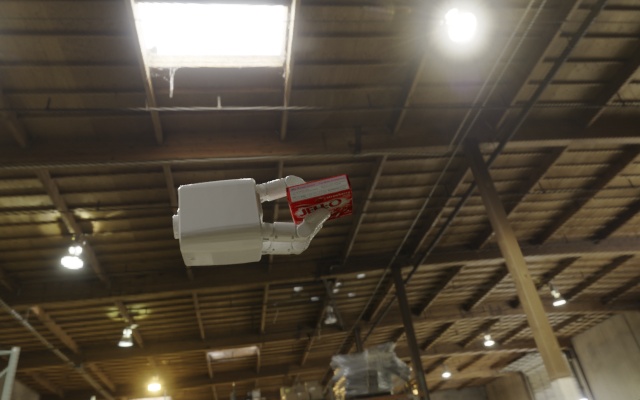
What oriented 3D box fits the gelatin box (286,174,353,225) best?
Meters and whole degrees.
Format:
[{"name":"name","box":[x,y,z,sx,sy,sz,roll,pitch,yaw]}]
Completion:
[{"name":"gelatin box","box":[0.000,0.002,0.677,0.089,0.030,0.073,-14,-30,-2]}]
